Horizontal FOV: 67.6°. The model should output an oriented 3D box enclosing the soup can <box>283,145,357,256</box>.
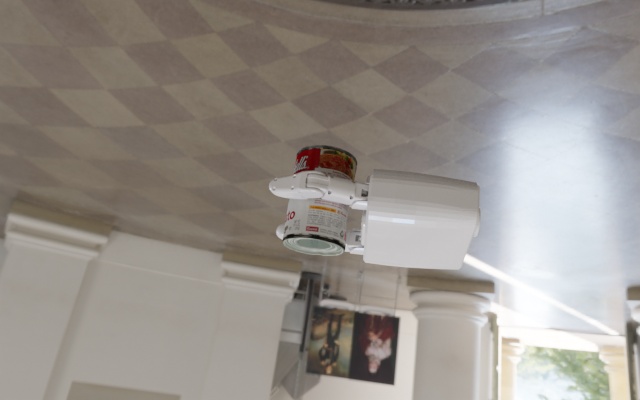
[{"bbox_3d":[0.000,0.002,0.510,0.068,0.102,0.068,7,-20,3],"label":"soup can"}]
